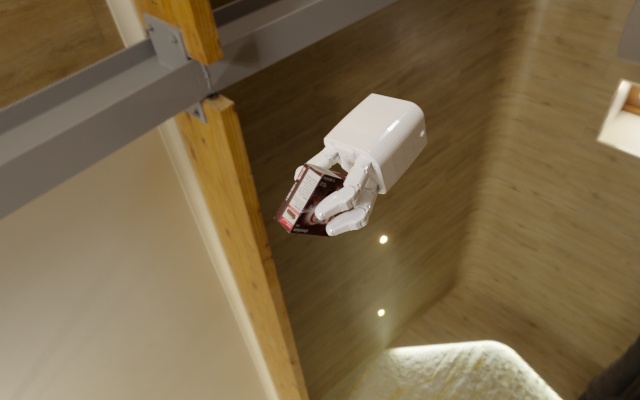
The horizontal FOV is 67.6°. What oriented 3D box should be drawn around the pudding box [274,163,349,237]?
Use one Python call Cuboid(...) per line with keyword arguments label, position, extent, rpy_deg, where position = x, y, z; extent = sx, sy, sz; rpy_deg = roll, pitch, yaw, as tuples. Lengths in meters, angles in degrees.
Cuboid(label="pudding box", position=(0.000, 0.002, 0.653), extent=(0.039, 0.090, 0.113), rpy_deg=(37, 13, 33))
